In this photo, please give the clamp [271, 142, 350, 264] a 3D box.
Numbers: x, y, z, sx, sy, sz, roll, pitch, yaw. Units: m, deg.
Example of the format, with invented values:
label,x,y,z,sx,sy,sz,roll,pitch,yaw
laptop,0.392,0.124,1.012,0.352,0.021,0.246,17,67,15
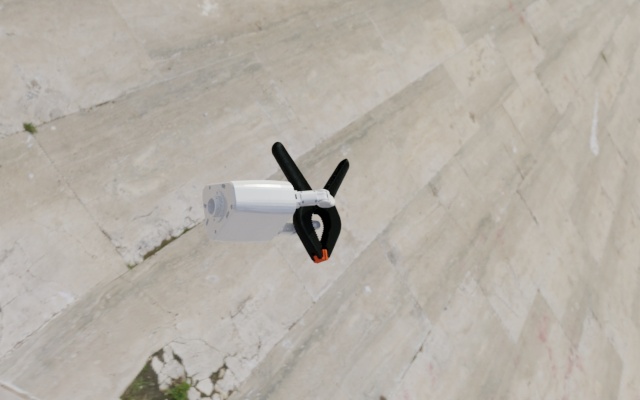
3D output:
label,x,y,z,sx,sy,sz,roll,pitch,yaw
clamp,0.001,0.003,0.829,0.164,0.210,0.036,1,-19,-38
